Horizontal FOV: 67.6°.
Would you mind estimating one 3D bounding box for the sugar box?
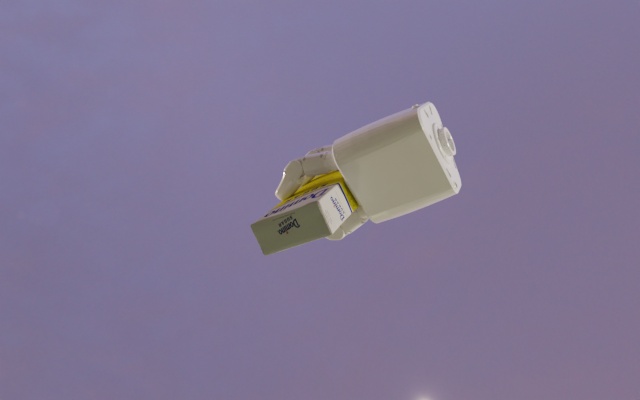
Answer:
[{"bbox_3d":[0.000,0.001,0.576,0.093,0.048,0.176,-20,8,28],"label":"sugar box"}]
